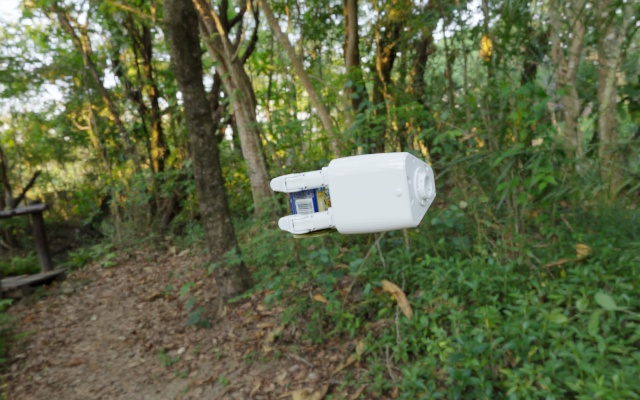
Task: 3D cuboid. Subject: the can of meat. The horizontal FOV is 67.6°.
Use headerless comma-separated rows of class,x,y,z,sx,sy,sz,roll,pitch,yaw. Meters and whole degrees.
can of meat,0.000,0.002,0.686,0.057,0.084,0.102,-5,6,34
